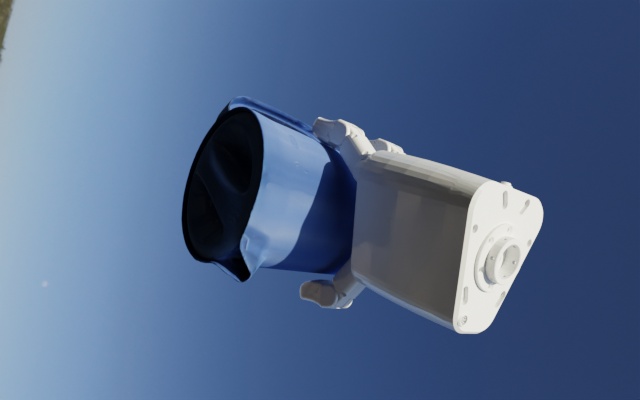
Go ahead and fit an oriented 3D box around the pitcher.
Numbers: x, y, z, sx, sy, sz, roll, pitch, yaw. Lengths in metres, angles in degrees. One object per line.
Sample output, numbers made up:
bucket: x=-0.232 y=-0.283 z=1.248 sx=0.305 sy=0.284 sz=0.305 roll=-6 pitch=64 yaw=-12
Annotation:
pitcher: x=0.000 y=0.002 z=0.470 sx=0.243 sy=0.149 sz=0.145 roll=16 pitch=4 yaw=-39
